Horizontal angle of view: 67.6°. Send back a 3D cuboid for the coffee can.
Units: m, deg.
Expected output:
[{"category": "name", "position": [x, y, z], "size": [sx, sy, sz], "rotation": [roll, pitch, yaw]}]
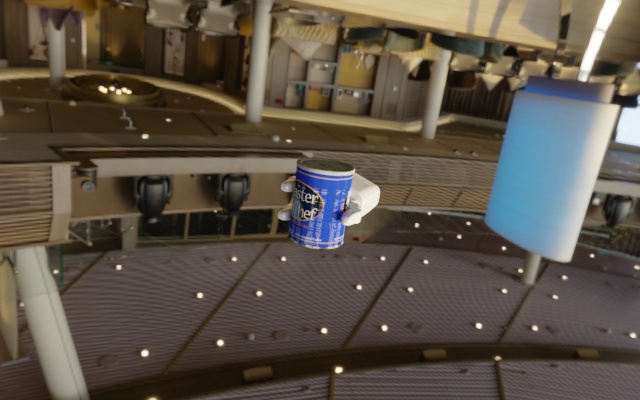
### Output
[{"category": "coffee can", "position": [0.000, 0.003, 0.853], "size": [0.103, 0.140, 0.102], "rotation": [7, 16, -2]}]
